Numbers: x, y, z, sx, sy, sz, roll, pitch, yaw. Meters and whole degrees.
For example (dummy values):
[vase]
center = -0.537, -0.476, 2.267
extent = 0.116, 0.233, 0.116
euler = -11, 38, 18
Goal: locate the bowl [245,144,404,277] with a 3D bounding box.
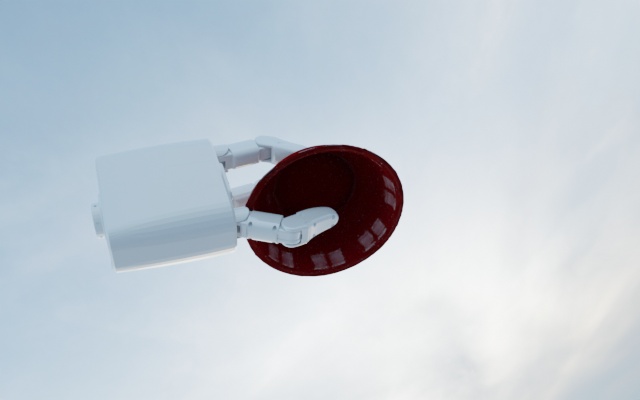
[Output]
[bowl]
center = 0.001, 0.002, 0.488
extent = 0.162, 0.162, 0.055
euler = 0, 36, -15
